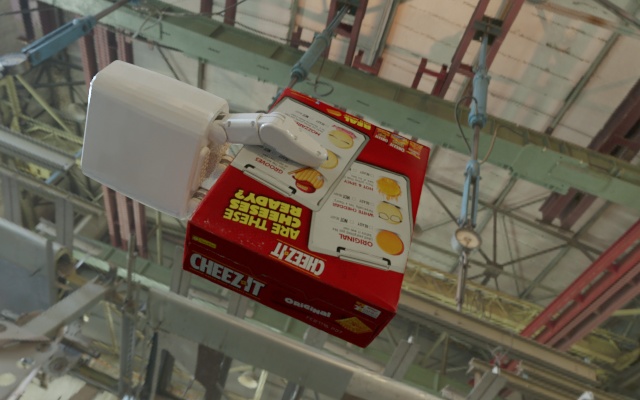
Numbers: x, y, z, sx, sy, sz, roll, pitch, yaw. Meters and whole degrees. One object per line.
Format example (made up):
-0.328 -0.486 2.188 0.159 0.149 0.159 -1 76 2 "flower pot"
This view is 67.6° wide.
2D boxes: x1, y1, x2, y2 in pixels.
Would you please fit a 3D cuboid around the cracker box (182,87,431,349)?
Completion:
0.000 0.001 0.433 0.164 0.072 0.213 23 44 1 "cracker box"
